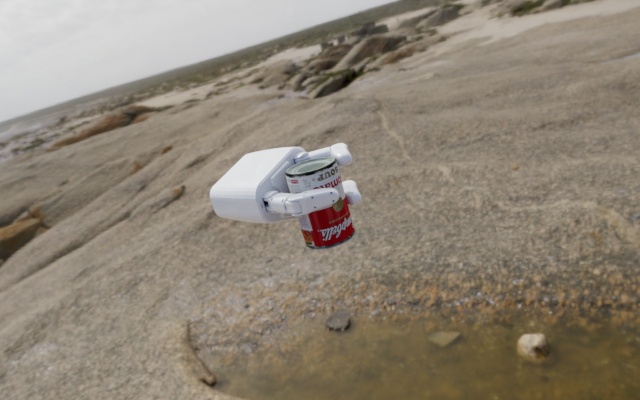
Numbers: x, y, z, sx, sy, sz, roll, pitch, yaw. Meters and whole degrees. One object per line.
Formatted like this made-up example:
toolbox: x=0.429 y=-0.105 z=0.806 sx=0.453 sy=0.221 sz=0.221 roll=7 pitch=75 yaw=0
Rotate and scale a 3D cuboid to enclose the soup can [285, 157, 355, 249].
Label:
soup can: x=0.000 y=0.002 z=0.611 sx=0.068 sy=0.102 sz=0.068 roll=-14 pitch=18 yaw=5
